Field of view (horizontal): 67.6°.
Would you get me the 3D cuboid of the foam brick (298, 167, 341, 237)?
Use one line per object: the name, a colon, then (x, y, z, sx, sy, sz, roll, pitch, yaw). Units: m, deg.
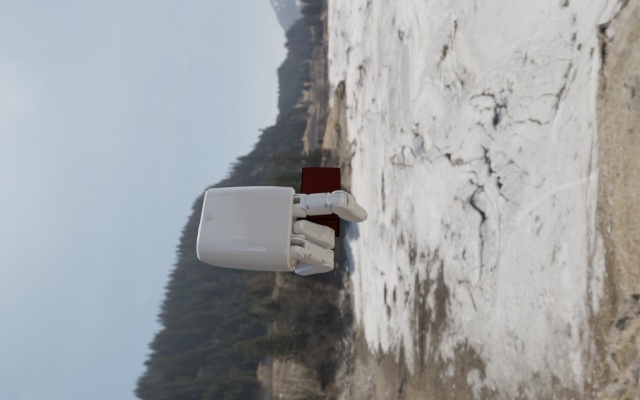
foam brick: (0.000, 0.002, 0.616, 0.051, 0.078, 0.053, 1, -30, 3)
